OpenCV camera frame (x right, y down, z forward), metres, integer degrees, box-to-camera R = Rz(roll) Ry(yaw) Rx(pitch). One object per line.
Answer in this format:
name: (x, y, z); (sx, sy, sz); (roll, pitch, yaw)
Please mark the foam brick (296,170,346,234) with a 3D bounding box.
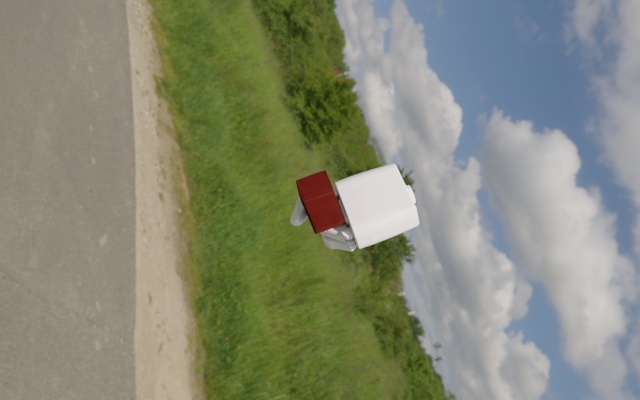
foam brick: (0.000, 0.002, 0.740); (0.051, 0.078, 0.053); (-20, 43, 2)
